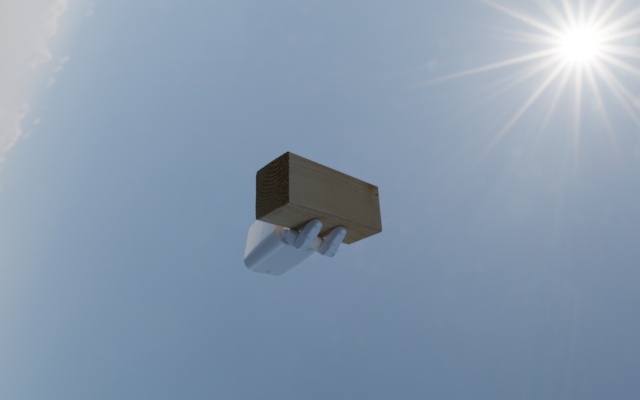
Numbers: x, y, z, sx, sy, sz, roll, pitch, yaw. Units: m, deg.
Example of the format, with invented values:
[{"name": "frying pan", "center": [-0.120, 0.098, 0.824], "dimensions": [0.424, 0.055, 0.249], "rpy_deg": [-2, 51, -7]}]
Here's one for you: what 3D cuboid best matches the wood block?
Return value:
[{"name": "wood block", "center": [0.000, 0.003, 0.810], "dimensions": [0.206, 0.090, 0.090], "rpy_deg": [18, -32, -39]}]
